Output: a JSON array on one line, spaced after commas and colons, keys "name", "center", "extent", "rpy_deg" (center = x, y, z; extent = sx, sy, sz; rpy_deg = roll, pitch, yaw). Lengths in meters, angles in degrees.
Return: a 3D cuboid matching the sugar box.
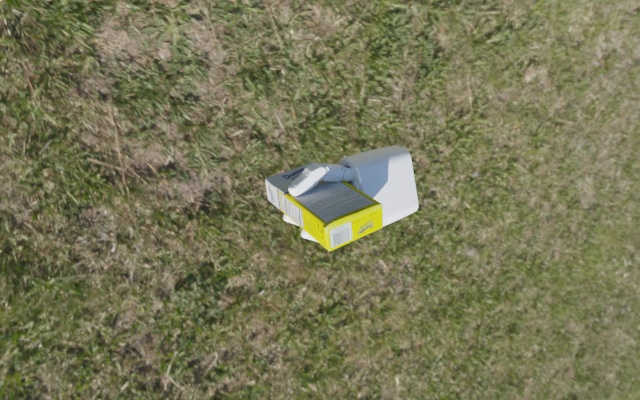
[{"name": "sugar box", "center": [0.000, 0.003, 0.695], "extent": [0.093, 0.048, 0.176], "rpy_deg": [-20, 31, -25]}]
